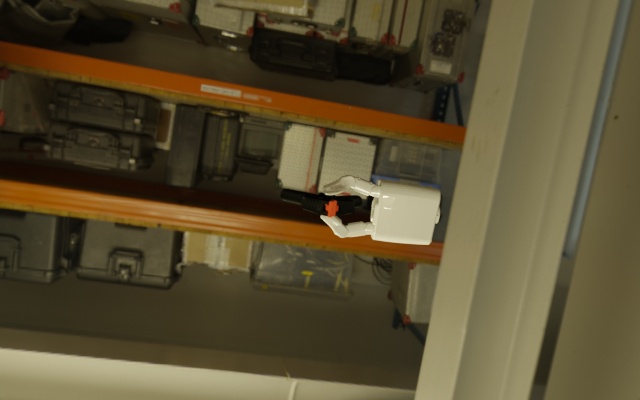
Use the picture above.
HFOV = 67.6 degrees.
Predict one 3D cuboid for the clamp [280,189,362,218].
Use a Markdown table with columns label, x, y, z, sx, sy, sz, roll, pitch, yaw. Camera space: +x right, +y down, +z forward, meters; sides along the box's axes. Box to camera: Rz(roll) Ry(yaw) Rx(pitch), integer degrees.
| label | x | y | z | sx | sy | sz | roll | pitch | yaw |
| --- | --- | --- | --- | --- | --- | --- | --- | --- | --- |
| clamp | 0.000 | 0.004 | 0.874 | 0.164 | 0.036 | 0.210 | 5 | 5 | 1 |
